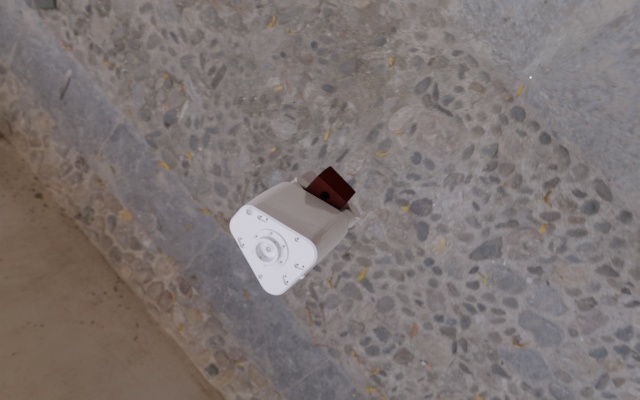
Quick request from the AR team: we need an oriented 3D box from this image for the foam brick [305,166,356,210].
[{"bbox_3d":[0.000,0.002,0.651,0.078,0.053,0.051,-47,-2,25],"label":"foam brick"}]
